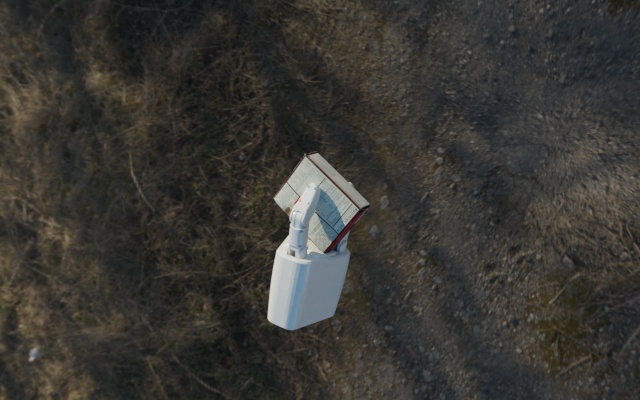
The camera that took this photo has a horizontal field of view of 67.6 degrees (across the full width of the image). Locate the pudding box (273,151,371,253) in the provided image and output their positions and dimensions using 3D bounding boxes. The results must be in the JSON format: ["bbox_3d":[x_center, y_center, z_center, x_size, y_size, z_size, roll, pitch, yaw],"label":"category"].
[{"bbox_3d":[0.000,0.002,0.661,0.113,0.090,0.039,45,26,13],"label":"pudding box"}]
